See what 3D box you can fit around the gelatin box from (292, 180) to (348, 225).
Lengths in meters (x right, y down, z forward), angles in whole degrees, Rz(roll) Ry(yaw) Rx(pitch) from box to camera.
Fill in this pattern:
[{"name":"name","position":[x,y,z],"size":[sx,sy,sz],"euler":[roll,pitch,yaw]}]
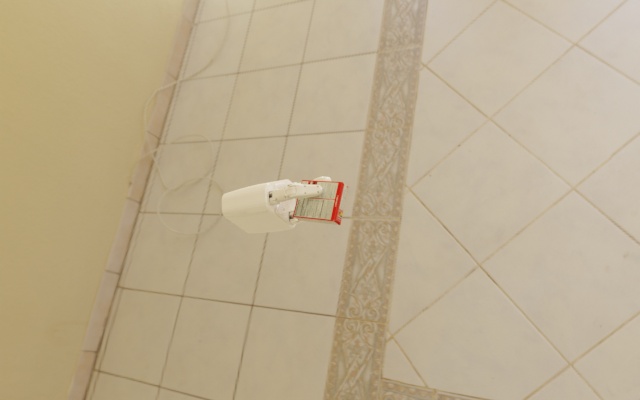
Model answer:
[{"name":"gelatin box","position":[0.000,0.003,0.860],"size":[0.089,0.073,0.030],"euler":[4,-17,30]}]
